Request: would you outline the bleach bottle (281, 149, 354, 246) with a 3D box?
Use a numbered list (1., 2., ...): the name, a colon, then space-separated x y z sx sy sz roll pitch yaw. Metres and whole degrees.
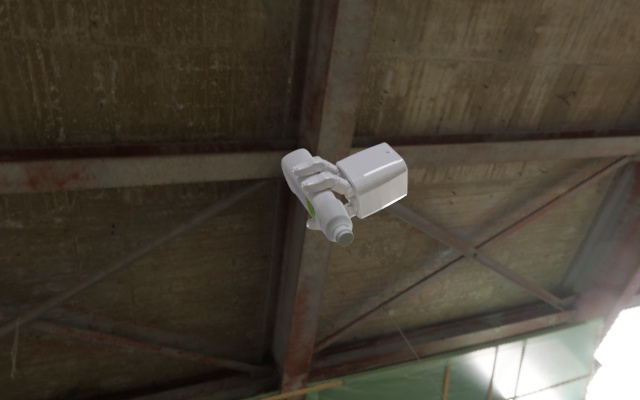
1. bleach bottle: 0.000 0.003 0.883 0.068 0.103 0.250 -27 40 -5
